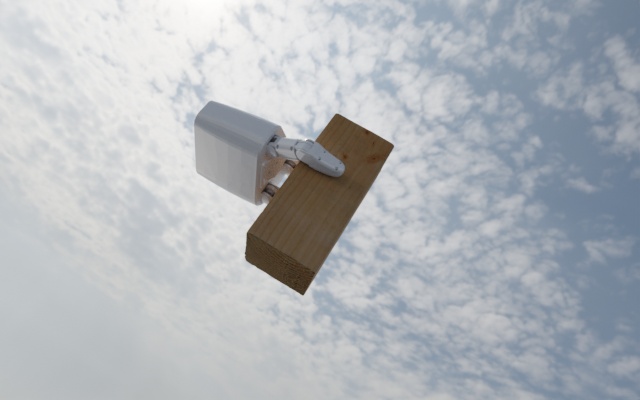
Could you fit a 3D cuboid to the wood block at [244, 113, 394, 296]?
[{"bbox_3d":[0.000,0.002,0.603,0.090,0.206,0.091,31,-29,6],"label":"wood block"}]
